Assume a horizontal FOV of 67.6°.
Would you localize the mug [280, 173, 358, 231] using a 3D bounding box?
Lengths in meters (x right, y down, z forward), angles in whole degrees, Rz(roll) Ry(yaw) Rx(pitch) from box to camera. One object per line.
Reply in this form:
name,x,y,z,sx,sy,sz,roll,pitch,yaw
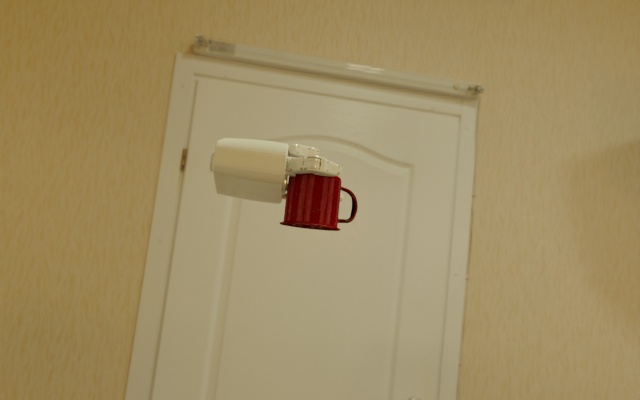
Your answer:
mug,0.002,0.002,0.732,0.117,0.081,0.093,7,-6,-7
